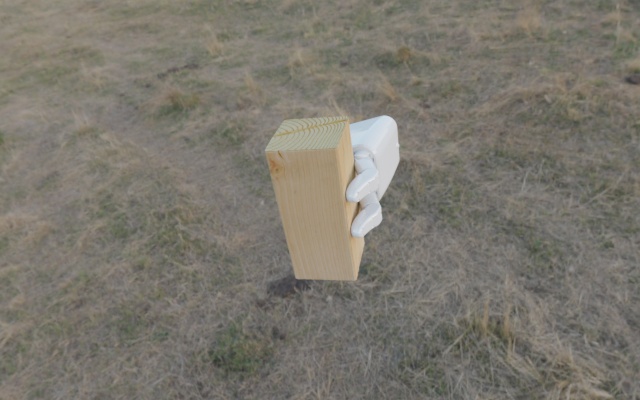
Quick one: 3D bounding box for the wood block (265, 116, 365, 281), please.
[{"bbox_3d":[0.000,0.002,0.642,0.091,0.206,0.090,0,34,15],"label":"wood block"}]
